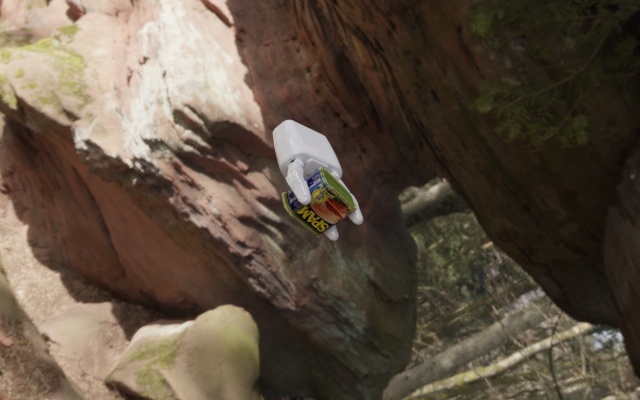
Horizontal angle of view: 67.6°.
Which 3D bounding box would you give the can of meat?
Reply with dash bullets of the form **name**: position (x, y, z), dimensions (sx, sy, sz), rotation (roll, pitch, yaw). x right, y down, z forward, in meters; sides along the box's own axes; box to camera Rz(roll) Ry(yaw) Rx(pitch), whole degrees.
- **can of meat**: position (0.000, 0.002, 0.805), dimensions (0.084, 0.057, 0.102), rotation (-36, -51, 16)
